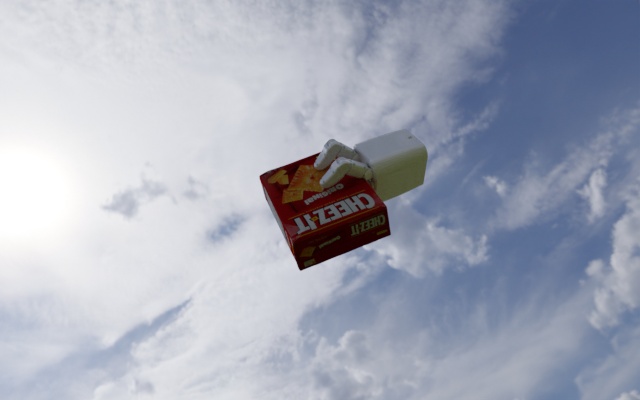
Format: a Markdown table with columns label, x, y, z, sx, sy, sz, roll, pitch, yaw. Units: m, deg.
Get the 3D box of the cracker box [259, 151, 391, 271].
| label | x | y | z | sx | sy | sz | roll | pitch | yaw |
| --- | --- | --- | --- | --- | --- | --- | --- | --- | --- |
| cracker box | 0.000 | 0.003 | 0.831 | 0.164 | 0.072 | 0.213 | -21 | 39 | -9 |
